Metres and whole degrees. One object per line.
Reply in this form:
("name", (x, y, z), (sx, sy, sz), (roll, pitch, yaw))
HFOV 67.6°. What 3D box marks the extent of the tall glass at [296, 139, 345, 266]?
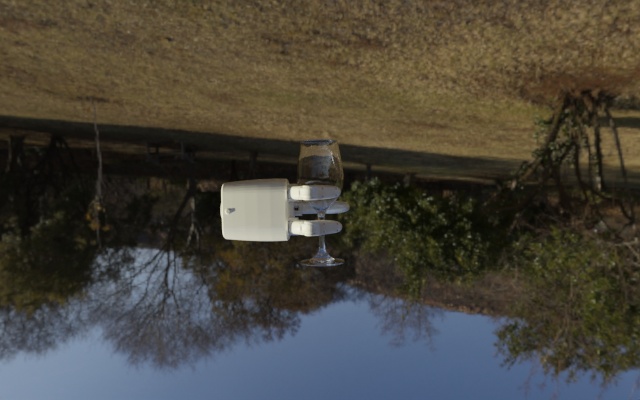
("tall glass", (0.000, 0.003, 0.784), (0.079, 0.201, 0.079), (-1, 2, 0))
